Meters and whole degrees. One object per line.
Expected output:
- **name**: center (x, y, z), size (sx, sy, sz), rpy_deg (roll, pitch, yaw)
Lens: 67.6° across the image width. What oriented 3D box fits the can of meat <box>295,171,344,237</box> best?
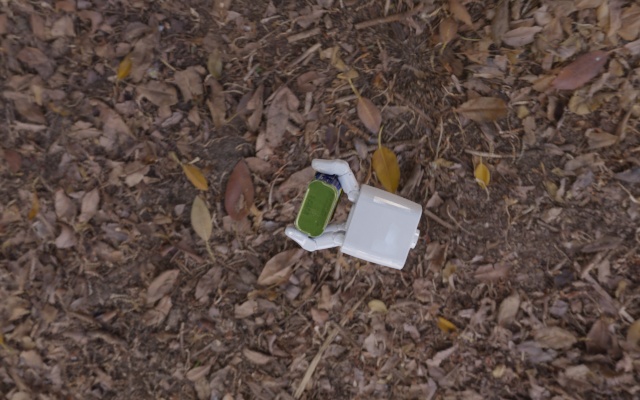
- **can of meat**: center (0.000, 0.003, 0.800), size (0.057, 0.102, 0.084), rpy_deg (21, 20, 3)
